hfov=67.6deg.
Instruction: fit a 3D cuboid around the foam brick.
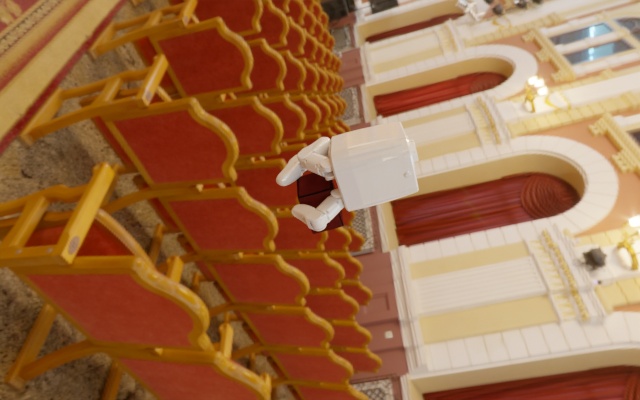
[{"bbox_3d":[0.000,0.003,0.721,0.051,0.078,0.053,-15,39,7],"label":"foam brick"}]
